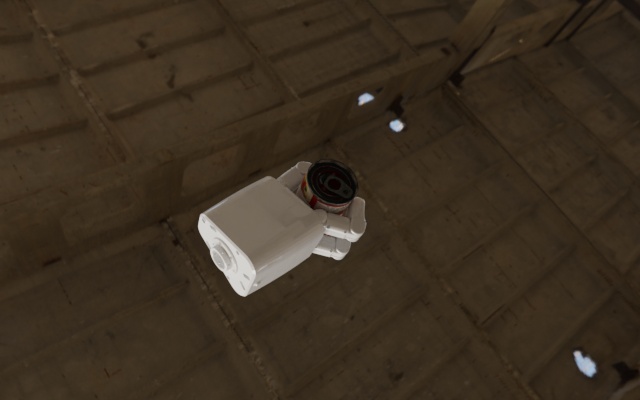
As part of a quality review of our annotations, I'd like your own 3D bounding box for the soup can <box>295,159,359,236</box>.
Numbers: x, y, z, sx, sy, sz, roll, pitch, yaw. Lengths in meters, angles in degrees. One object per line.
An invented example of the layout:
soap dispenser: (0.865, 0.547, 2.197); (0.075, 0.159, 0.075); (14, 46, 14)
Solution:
soup can: (0.000, 0.002, 0.628); (0.068, 0.068, 0.102); (0, -31, -21)
